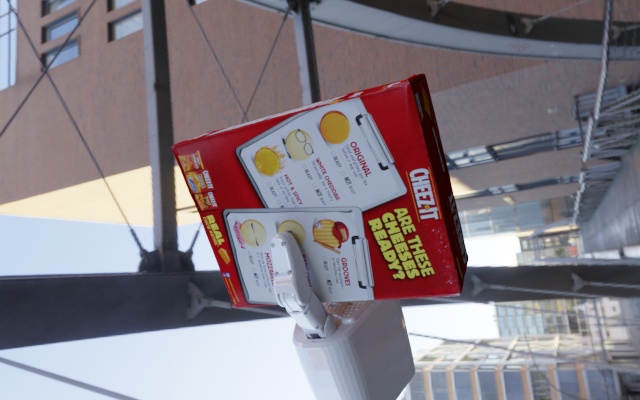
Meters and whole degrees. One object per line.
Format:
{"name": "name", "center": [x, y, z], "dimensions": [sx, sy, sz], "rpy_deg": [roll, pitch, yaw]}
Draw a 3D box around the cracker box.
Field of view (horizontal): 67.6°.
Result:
{"name": "cracker box", "center": [0.000, 0.001, 0.408], "dimensions": [0.214, 0.164, 0.072], "rpy_deg": [-10, 17, 26]}
